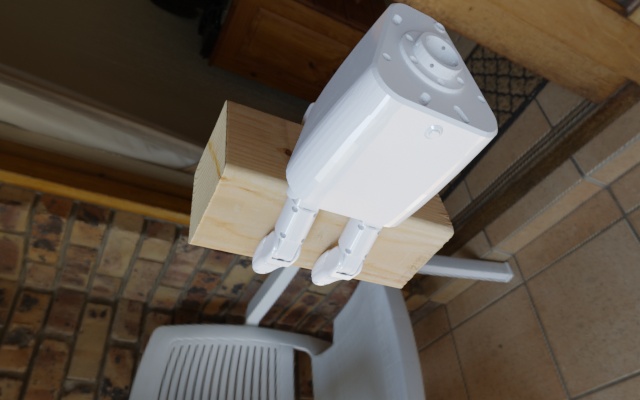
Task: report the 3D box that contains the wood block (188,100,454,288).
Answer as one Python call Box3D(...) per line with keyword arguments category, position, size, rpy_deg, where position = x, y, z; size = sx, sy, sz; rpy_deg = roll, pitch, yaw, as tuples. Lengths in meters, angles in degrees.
Box3D(category="wood block", position=(0.000, 0.001, 0.425), size=(0.206, 0.090, 0.090), rpy_deg=(16, -51, -23))
